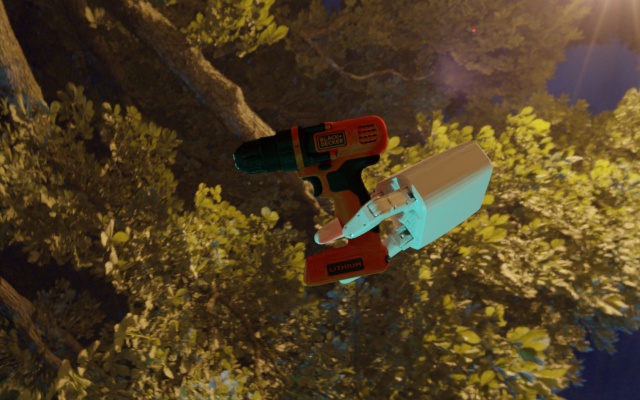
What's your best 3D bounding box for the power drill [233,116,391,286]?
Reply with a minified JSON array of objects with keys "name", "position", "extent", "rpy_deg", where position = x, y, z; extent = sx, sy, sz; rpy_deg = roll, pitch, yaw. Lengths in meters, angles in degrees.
[{"name":"power drill","position":[0.000,0.002,0.567],"extent":[0.184,0.187,0.057],"rpy_deg":[-11,1,4]}]
